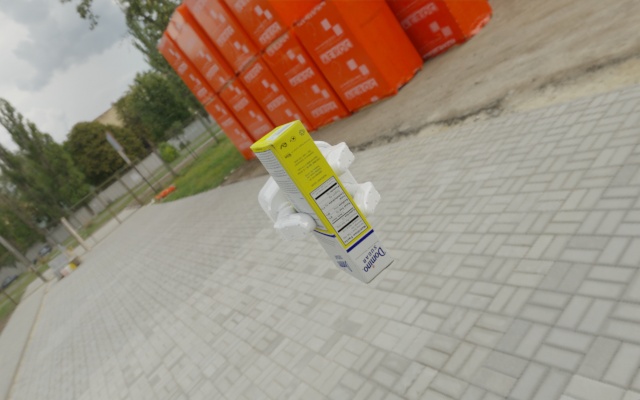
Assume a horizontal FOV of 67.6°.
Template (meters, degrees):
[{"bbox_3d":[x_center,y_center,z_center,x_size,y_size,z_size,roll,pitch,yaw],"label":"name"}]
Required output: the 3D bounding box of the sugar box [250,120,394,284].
[{"bbox_3d":[0.000,0.001,0.510,0.048,0.176,0.093,-40,16,-12],"label":"sugar box"}]
